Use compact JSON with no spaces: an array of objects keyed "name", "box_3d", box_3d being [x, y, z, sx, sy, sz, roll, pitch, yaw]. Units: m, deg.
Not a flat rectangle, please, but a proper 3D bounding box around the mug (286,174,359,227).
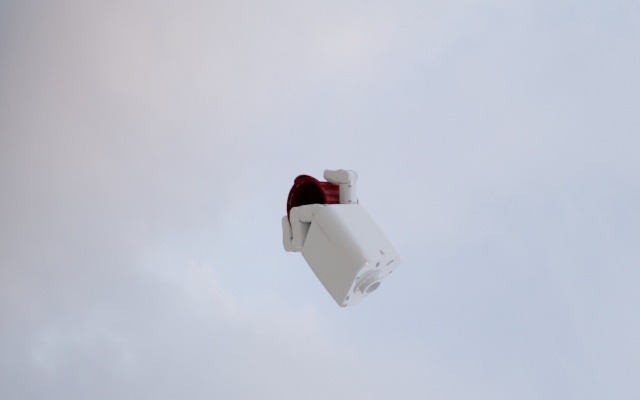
[{"name":"mug","box_3d":[-0.001,0.002,0.762,0.081,0.093,0.117,0,43,-44]}]
